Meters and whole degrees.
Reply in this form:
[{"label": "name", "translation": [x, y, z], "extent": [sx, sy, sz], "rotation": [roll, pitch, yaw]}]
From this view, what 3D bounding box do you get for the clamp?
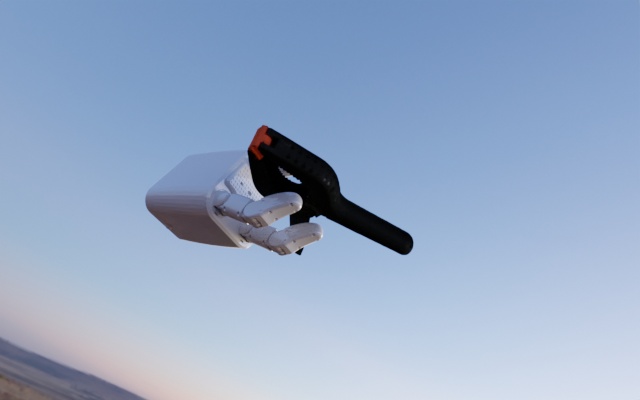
[{"label": "clamp", "translation": [0.000, 0.001, 0.510], "extent": [0.164, 0.036, 0.210], "rotation": [-1, -37, 29]}]
